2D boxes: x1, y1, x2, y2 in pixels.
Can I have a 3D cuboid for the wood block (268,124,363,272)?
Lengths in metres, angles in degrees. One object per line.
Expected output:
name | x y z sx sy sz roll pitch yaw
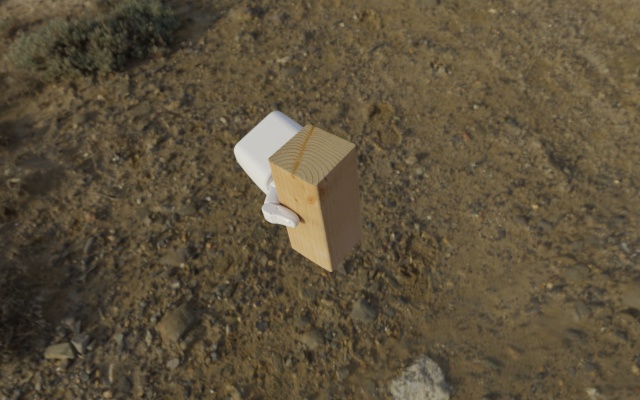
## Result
wood block | 0.000 0.002 0.722 0.090 0.206 0.090 29 59 29
